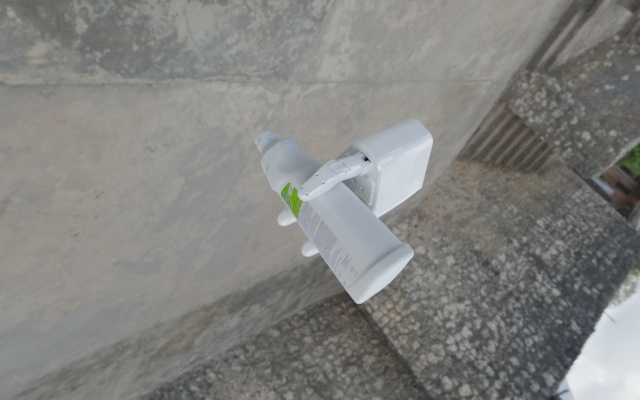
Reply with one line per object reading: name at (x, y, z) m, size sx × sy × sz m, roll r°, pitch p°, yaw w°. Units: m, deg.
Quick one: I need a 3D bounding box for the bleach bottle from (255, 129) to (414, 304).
bleach bottle at (0.000, 0.002, 0.594) m, size 0.068 × 0.250 × 0.103 m, roll -28°, pitch -22°, yaw -30°
